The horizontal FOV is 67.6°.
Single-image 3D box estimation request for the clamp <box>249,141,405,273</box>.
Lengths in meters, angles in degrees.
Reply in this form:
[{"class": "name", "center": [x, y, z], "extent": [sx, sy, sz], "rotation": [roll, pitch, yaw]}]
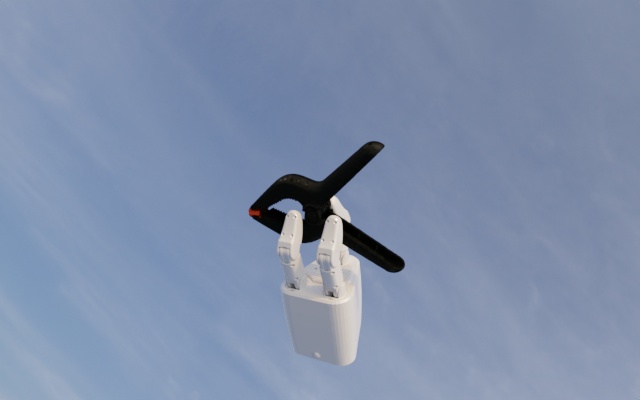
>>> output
[{"class": "clamp", "center": [0.000, 0.002, 0.590], "extent": [0.210, 0.165, 0.036], "rotation": [7, 27, 27]}]
